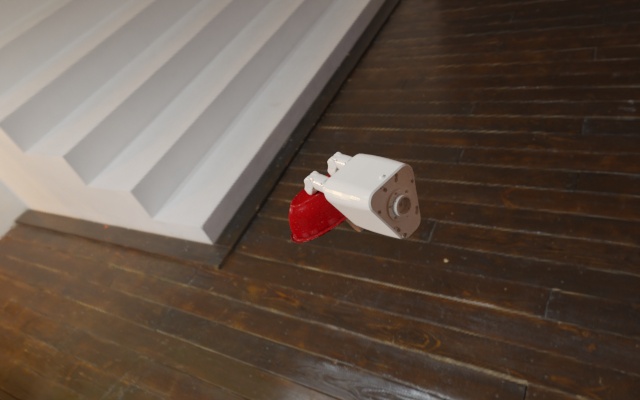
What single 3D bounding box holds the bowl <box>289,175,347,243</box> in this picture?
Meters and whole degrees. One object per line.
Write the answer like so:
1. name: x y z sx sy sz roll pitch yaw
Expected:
1. bowl: -0.001 0.003 0.846 0.162 0.055 0.162 -32 16 11
